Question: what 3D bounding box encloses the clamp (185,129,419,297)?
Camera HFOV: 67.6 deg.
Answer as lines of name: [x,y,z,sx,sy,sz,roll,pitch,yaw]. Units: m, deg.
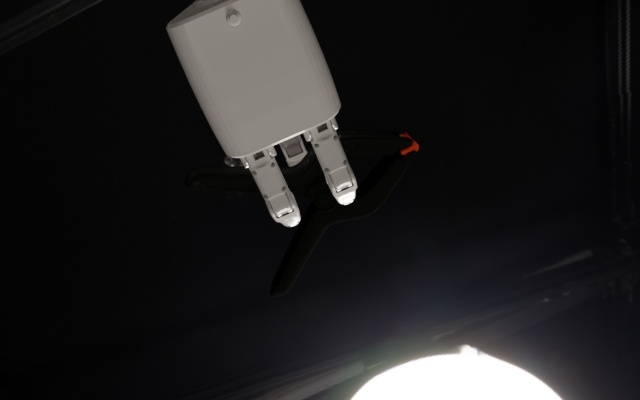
clamp: [0.000,0.001,0.466,0.210,0.165,0.036,-23,31,0]
